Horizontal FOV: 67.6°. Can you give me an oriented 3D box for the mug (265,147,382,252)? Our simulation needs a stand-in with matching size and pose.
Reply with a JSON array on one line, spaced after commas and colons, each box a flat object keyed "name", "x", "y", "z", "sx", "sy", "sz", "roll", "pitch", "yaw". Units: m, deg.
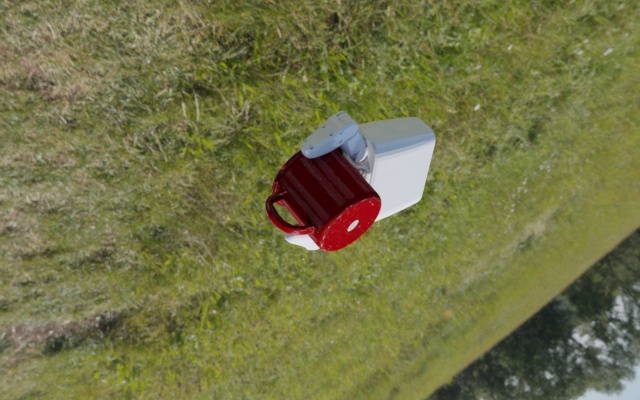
[{"name": "mug", "x": -0.001, "y": 0.002, "z": 0.489, "sx": 0.117, "sy": 0.093, "sz": 0.081, "roll": -19, "pitch": 55, "yaw": -36}]
